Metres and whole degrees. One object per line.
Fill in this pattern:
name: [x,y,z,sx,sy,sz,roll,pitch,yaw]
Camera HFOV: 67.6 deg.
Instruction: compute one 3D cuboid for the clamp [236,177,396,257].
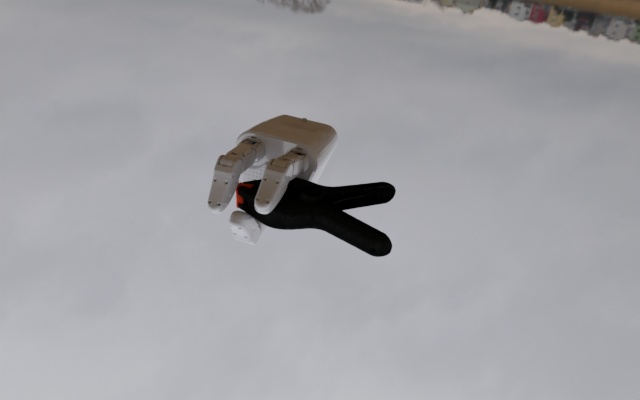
clamp: [0.000,0.002,0.500,0.171,0.039,0.120,15,26,12]
